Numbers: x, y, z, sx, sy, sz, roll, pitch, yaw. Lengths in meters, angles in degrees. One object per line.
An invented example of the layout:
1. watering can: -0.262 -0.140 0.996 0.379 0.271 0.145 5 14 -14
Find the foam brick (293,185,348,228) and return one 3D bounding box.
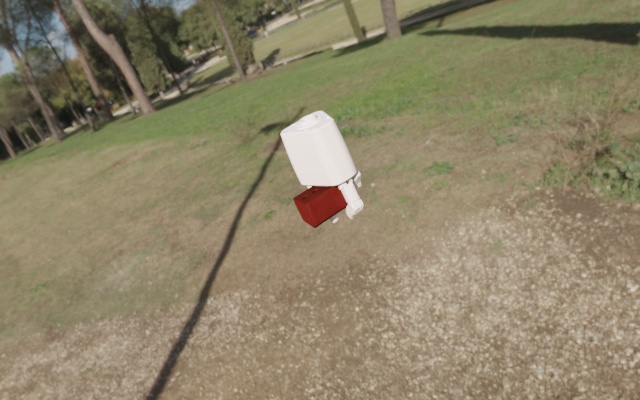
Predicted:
1. foam brick: 0.000 0.003 0.858 0.078 0.051 0.053 -33 26 -18
